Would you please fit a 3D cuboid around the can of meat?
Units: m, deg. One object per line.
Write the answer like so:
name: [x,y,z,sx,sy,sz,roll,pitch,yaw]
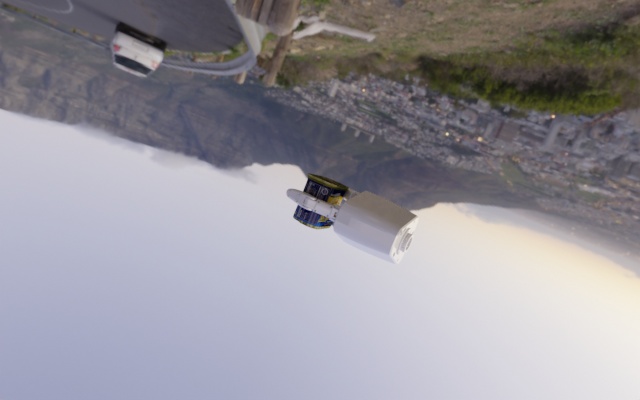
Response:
can of meat: [0.000,0.003,0.850,0.057,0.084,0.102,24,7,19]
